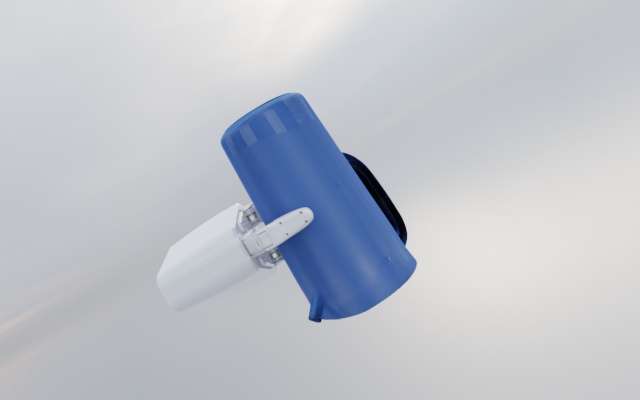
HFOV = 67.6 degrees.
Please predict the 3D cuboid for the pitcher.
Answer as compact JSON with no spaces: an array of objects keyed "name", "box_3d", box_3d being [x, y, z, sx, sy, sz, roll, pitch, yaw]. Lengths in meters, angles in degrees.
[{"name":"pitcher","box_3d":[0.000,0.002,0.549,0.145,0.243,0.149,-31,4,6]}]
